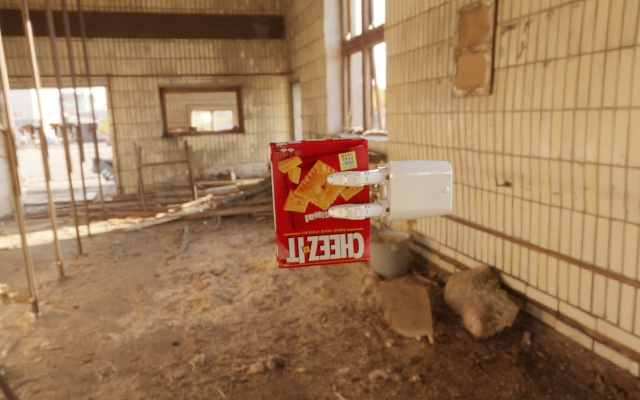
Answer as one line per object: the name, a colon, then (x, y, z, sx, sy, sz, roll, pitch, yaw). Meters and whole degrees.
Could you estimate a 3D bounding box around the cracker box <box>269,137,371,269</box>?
cracker box: (0.000, 0.002, 0.824, 0.164, 0.214, 0.072, -4, 11, -6)
